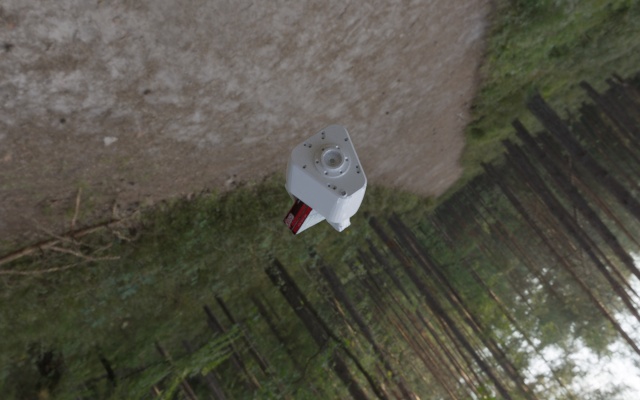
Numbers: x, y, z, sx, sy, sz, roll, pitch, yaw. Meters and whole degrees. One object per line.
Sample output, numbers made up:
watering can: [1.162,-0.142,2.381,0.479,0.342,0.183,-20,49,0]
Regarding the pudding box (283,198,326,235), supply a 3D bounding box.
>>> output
pudding box: [0.000,0.003,0.806,0.113,0.039,0.090,-24,-20,-41]
